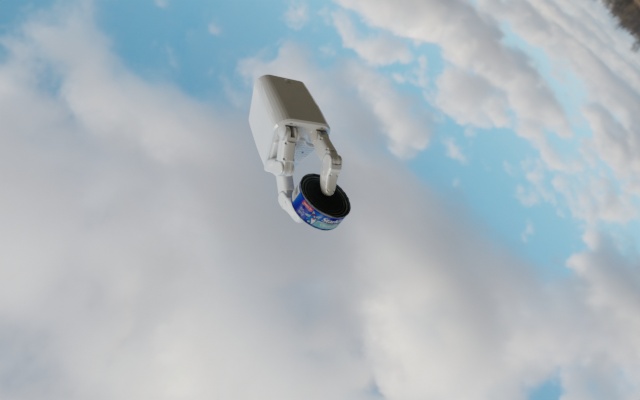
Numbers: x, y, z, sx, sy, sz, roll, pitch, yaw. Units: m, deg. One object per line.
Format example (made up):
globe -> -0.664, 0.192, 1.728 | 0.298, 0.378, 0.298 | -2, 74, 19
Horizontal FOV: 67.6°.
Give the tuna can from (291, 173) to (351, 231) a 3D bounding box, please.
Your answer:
tuna can -> 0.000, 0.003, 0.703 | 0.086, 0.086, 0.034 | 0, -41, -42
